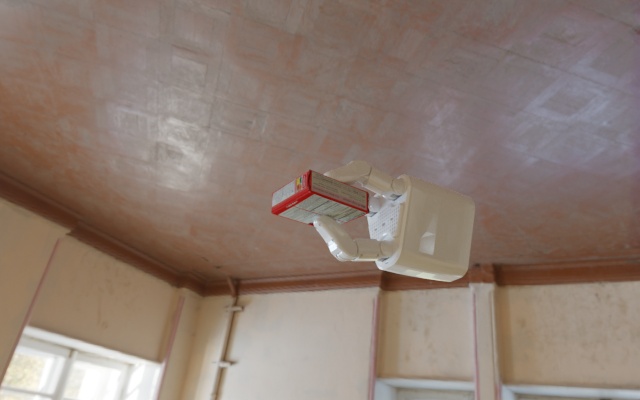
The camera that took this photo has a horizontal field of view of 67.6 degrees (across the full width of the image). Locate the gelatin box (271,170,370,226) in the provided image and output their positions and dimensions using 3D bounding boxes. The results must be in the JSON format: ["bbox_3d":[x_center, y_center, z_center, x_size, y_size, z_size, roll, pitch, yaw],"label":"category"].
[{"bbox_3d":[0.000,0.002,0.546,0.089,0.030,0.073,18,-30,-34],"label":"gelatin box"}]
